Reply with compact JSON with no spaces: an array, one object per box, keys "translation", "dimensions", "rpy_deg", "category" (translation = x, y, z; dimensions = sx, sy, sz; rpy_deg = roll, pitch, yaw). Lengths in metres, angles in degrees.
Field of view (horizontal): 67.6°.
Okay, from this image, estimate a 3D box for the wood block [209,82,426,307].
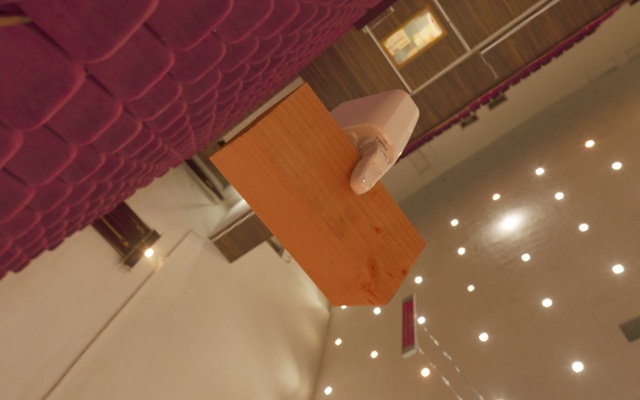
[{"translation":[0.001,0.001,0.480],"dimensions":[0.091,0.206,0.090],"rpy_deg":[-20,24,53],"category":"wood block"}]
